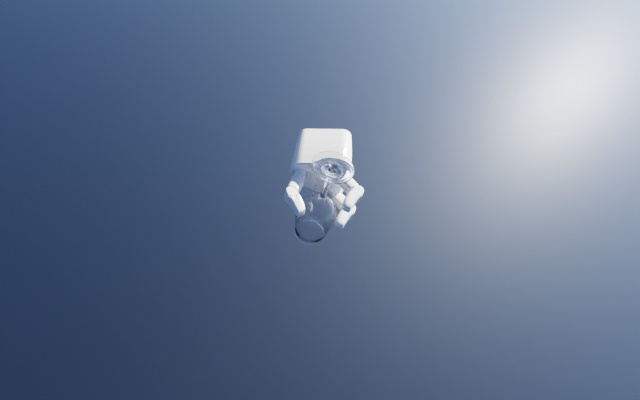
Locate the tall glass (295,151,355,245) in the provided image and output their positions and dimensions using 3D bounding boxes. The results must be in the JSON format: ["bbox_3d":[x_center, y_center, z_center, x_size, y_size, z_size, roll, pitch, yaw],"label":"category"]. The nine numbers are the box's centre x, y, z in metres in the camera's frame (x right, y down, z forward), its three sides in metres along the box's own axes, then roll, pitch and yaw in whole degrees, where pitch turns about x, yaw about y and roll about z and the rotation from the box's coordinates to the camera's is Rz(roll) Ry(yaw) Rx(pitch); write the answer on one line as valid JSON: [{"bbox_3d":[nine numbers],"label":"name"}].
[{"bbox_3d":[0.000,0.003,0.885,0.079,0.079,0.201,0,-38,-17],"label":"tall glass"}]
